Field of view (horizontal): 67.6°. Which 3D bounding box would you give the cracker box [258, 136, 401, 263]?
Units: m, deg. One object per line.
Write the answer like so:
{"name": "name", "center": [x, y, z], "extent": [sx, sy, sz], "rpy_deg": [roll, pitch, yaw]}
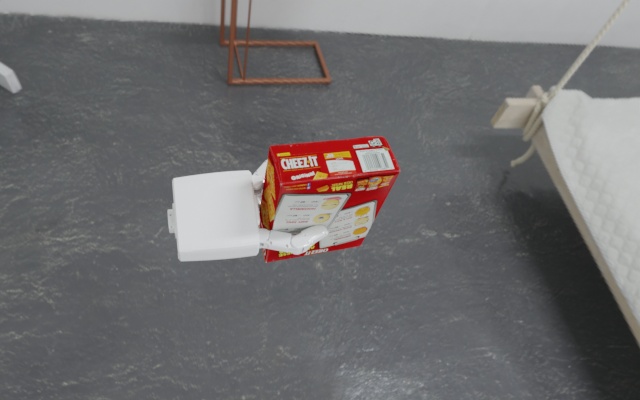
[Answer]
{"name": "cracker box", "center": [0.000, 0.002, 0.693], "extent": [0.164, 0.072, 0.214], "rpy_deg": [-8, -31, -17]}
